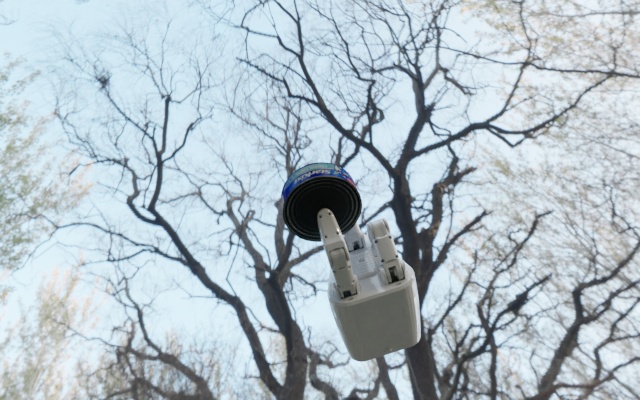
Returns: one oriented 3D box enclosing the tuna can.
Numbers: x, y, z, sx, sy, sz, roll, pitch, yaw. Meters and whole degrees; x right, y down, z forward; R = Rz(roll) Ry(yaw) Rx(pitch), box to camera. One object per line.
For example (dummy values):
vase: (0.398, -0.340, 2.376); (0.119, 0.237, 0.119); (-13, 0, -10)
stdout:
tuna can: (0.000, 0.001, 0.520); (0.086, 0.086, 0.033); (0, 35, -11)
